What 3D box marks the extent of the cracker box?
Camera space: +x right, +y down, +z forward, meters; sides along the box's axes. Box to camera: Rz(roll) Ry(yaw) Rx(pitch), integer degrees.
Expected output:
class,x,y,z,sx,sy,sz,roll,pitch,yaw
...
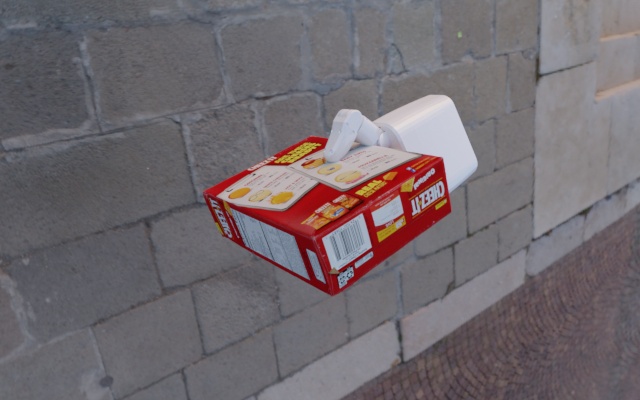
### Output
class,x,y,z,sx,sy,sz,roll,pitch,yaw
cracker box,0.000,0.002,0.505,0.164,0.072,0.213,-31,28,-29
